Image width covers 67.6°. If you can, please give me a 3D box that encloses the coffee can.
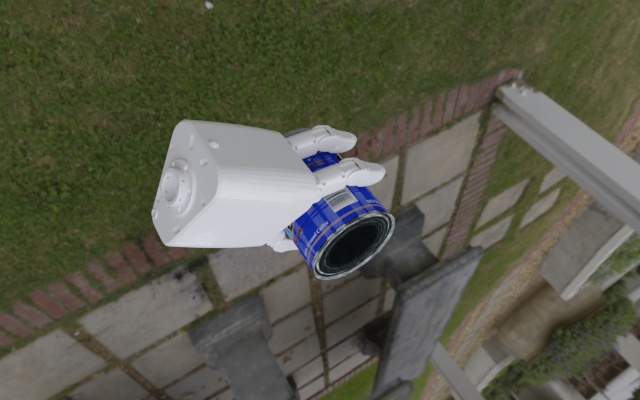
[{"bbox_3d":[0.000,0.002,0.532,0.103,0.103,0.140,0,43,-45],"label":"coffee can"}]
